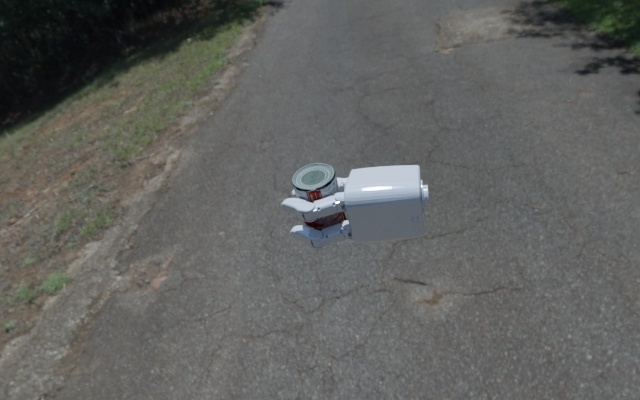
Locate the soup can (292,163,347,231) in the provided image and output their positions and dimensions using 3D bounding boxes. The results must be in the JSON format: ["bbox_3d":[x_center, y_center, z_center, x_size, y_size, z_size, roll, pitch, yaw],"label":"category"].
[{"bbox_3d":[0.000,0.002,0.731,0.068,0.102,0.068,-10,38,8],"label":"soup can"}]
